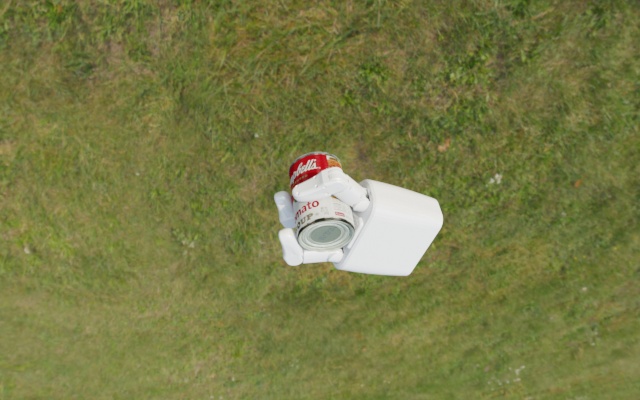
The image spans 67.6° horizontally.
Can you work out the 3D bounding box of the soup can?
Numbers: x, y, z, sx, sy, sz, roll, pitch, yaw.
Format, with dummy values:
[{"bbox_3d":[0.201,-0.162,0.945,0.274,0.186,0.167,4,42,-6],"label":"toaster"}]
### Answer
[{"bbox_3d":[0.000,0.002,0.569,0.068,0.102,0.069,-6,-37,-5],"label":"soup can"}]
